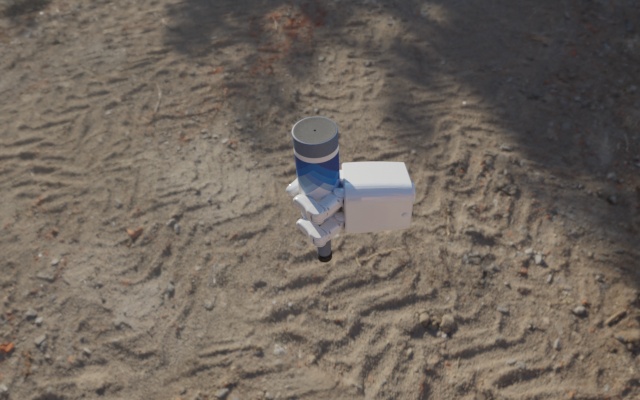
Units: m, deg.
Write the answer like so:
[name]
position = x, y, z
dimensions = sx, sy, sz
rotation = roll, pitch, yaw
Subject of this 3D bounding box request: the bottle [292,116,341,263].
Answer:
[bottle]
position = 0.000, 0.002, 0.782
dimensions = 0.069, 0.069, 0.296
rotation = 0, -44, 4
